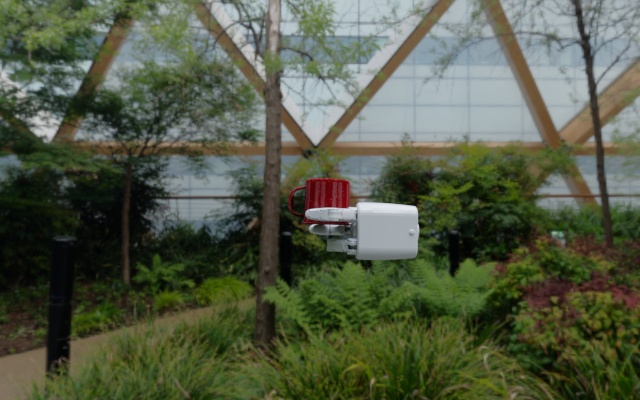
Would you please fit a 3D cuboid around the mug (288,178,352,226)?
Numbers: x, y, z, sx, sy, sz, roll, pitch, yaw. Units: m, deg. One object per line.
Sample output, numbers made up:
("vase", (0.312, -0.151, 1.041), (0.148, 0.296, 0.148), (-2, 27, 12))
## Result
("mug", (-0.001, 0.003, 0.868), (0.117, 0.081, 0.093), (2, -2, -4))
